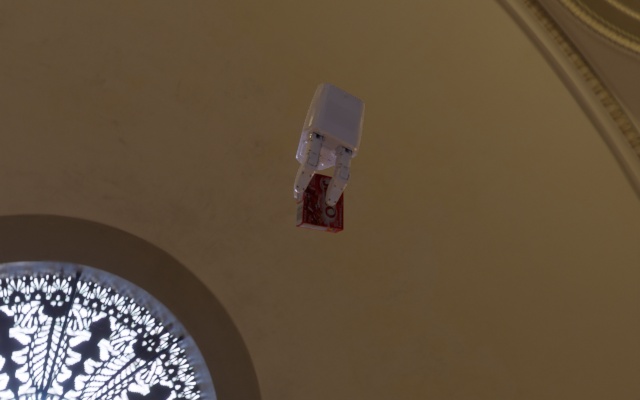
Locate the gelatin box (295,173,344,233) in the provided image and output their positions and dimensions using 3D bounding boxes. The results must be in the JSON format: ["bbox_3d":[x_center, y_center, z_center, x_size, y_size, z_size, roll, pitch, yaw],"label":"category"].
[{"bbox_3d":[0.000,0.003,0.764,0.073,0.089,0.030,12,-22,-25],"label":"gelatin box"}]
